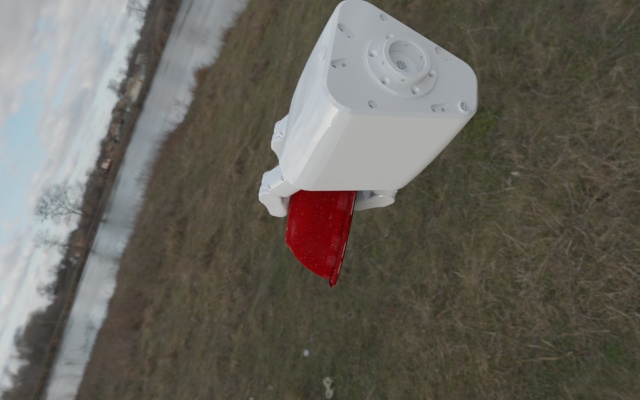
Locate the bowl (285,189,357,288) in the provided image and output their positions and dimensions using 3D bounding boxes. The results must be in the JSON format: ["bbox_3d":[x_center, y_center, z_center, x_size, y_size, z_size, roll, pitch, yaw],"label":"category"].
[{"bbox_3d":[-0.001,0.002,0.474,0.055,0.162,0.162,10,0,-1],"label":"bowl"}]
